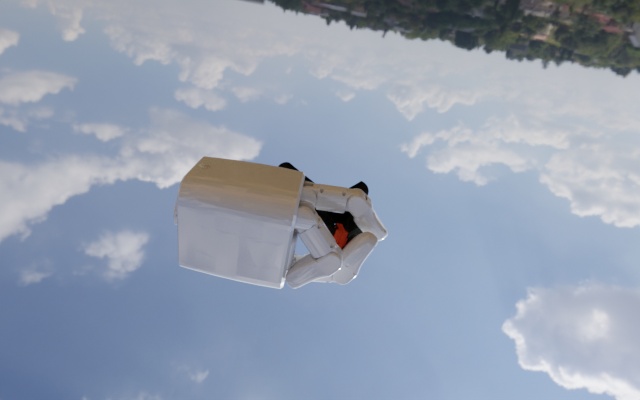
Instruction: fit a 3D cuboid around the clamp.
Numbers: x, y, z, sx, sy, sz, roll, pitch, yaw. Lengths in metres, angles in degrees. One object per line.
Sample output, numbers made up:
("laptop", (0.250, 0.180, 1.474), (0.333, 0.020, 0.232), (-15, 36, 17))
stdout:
("clamp", (0.000, 0.002, 0.545), (0.120, 0.039, 0.171), (12, 21, -2))
